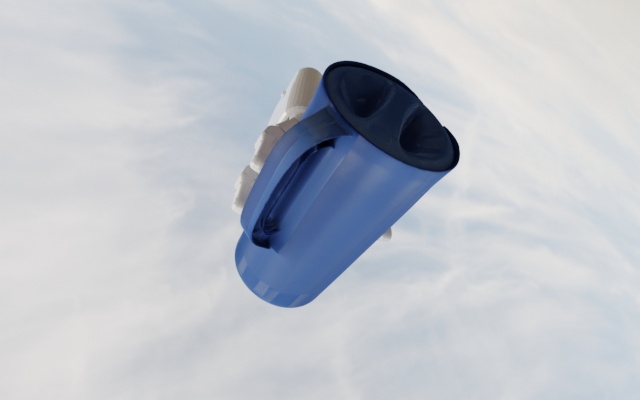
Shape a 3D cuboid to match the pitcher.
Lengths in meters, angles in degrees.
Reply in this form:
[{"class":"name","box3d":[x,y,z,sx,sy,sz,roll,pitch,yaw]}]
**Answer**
[{"class":"pitcher","box3d":[0.000,0.001,0.455,0.149,0.145,0.243,24,-51,-15]}]
